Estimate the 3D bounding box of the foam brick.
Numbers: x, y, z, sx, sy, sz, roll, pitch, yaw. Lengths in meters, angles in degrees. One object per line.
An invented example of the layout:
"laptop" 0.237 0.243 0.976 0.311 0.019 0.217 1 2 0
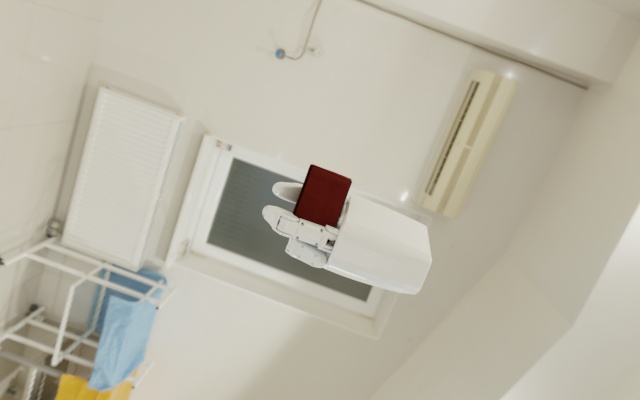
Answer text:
"foam brick" 0.000 0.002 0.558 0.051 0.078 0.053 20 7 0
